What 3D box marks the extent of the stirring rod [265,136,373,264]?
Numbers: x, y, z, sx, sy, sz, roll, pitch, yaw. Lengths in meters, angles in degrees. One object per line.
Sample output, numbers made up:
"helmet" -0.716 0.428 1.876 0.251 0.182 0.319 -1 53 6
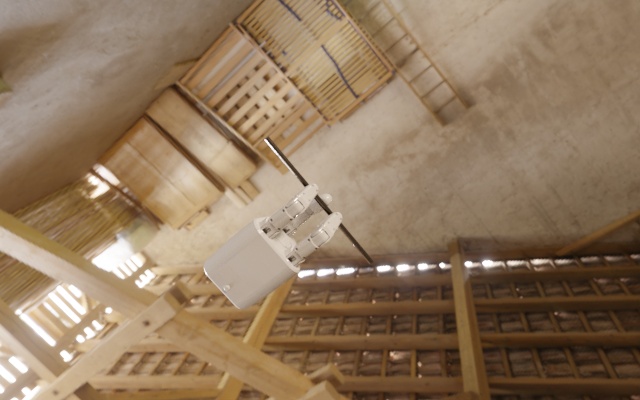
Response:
"stirring rod" 0.000 0.002 0.695 0.011 0.239 0.011 -39 10 8
